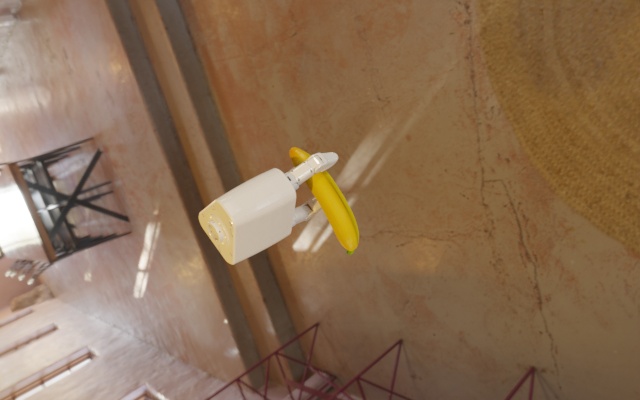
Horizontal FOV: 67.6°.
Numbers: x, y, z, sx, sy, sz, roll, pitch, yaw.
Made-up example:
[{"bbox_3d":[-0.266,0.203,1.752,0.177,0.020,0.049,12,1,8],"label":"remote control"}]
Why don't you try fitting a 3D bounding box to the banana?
[{"bbox_3d":[0.011,0.003,0.733,0.037,0.198,0.069,-33,10,-30],"label":"banana"}]
